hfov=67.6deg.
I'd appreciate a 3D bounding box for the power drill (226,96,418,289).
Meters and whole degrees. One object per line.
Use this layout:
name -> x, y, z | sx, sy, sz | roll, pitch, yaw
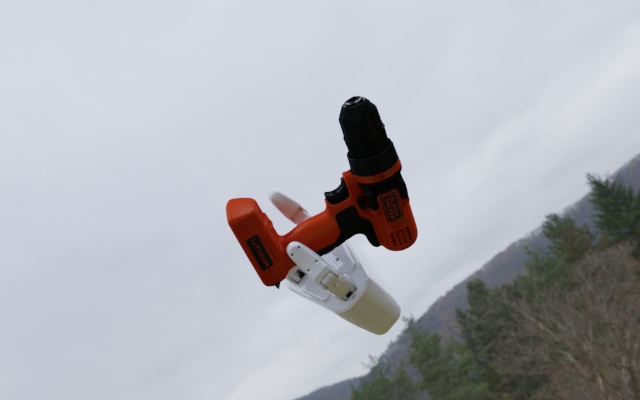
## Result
power drill -> 0.000, 0.002, 0.506 | 0.187, 0.184, 0.057 | -22, 28, 3
